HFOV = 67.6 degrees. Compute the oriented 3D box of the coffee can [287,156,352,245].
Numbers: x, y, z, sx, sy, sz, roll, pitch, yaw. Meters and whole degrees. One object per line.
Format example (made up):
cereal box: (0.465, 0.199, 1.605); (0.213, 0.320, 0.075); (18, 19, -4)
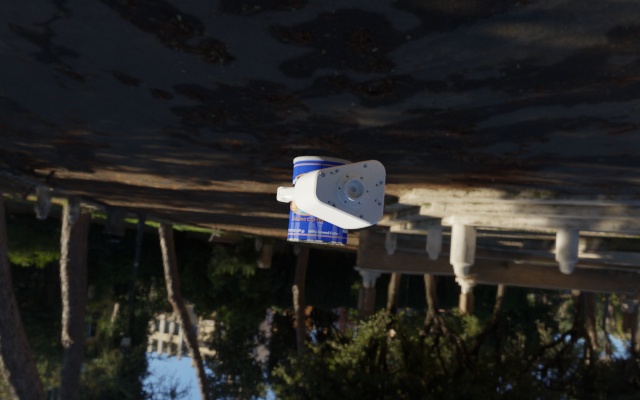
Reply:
coffee can: (0.000, 0.003, 0.815); (0.103, 0.140, 0.103); (5, -5, 0)
